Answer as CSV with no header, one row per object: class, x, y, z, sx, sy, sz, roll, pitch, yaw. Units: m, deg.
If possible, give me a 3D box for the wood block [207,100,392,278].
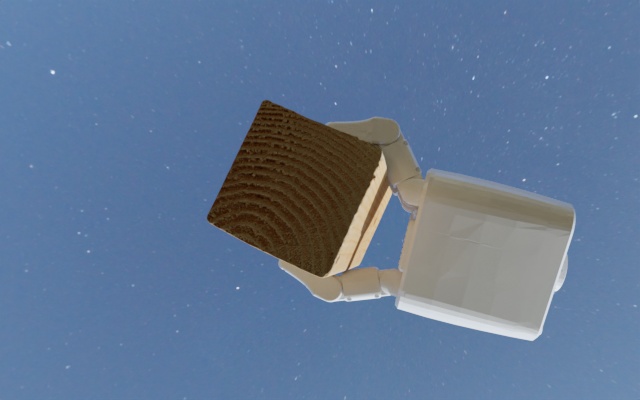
wood block,0.000,0.002,0.400,0.090,0.091,0.206,25,-1,12
